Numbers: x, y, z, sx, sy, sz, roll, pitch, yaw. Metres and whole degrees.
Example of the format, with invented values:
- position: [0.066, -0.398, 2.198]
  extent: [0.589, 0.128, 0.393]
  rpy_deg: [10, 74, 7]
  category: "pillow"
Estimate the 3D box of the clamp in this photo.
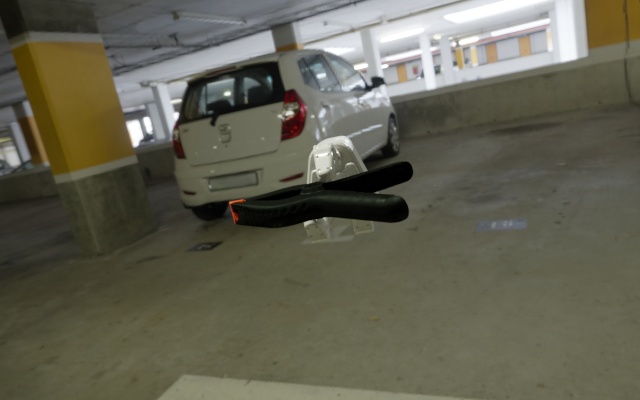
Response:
- position: [-0.001, 0.001, 0.508]
  extent: [0.210, 0.036, 0.164]
  rpy_deg: [-10, 13, 8]
  category: "clamp"
